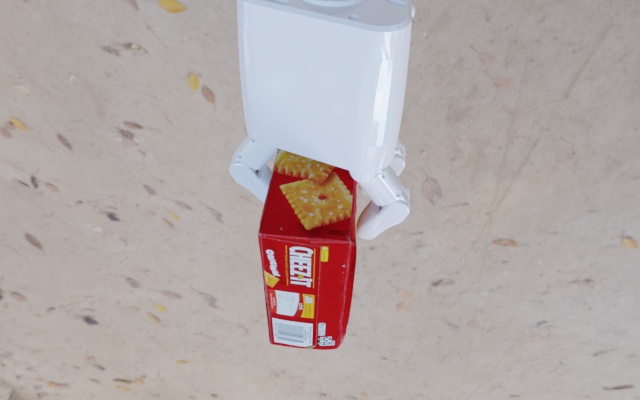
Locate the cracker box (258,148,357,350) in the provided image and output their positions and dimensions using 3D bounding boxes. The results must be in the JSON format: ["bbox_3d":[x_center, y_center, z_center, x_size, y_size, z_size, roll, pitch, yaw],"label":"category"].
[{"bbox_3d":[0.000,0.002,0.436,0.072,0.213,0.164,6,-43,3],"label":"cracker box"}]
